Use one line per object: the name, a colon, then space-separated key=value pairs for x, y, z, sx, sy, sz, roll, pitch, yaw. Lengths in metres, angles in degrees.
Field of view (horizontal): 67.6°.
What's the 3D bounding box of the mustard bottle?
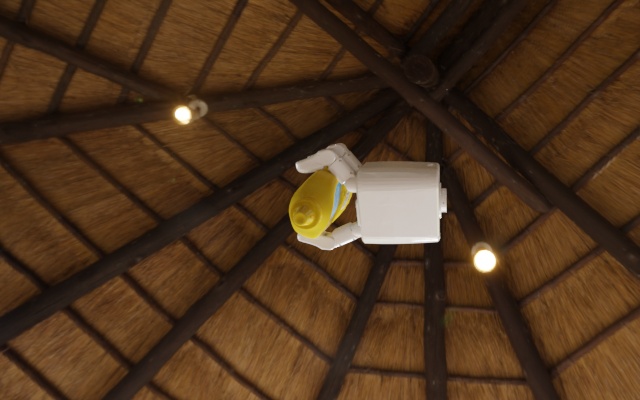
mustard bottle: x=0.000 y=0.002 z=0.673 sx=0.058 sy=0.096 sz=0.191 roll=23 pitch=18 yaw=9
